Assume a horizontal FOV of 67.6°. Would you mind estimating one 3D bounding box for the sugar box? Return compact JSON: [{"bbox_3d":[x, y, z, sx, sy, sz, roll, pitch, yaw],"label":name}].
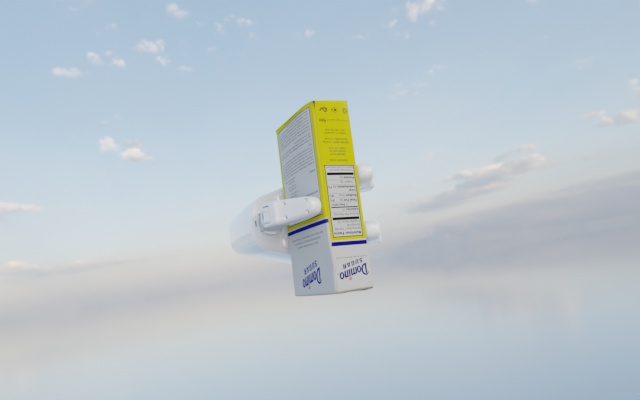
[{"bbox_3d":[0.000,0.001,0.463,0.048,0.176,0.093,-5,-8,-27],"label":"sugar box"}]
